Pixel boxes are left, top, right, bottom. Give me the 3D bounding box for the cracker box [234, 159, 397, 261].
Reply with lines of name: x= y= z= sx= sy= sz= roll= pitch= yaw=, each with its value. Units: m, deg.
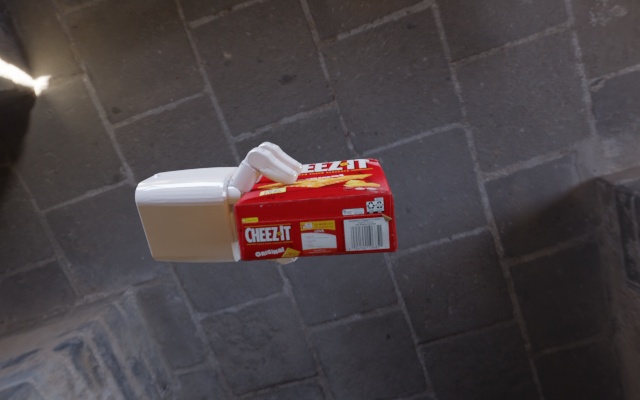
cracker box: x=0.000 y=0.002 z=0.583 sx=0.164 sy=0.072 sz=0.213 roll=-4 pitch=14 yaw=4
